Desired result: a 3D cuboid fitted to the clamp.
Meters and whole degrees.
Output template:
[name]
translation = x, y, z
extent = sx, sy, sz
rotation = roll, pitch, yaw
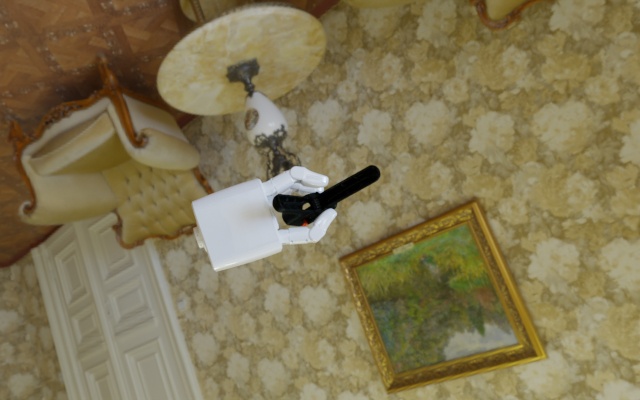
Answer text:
[clamp]
translation = 0.000, 0.003, 0.750
extent = 0.164, 0.036, 0.210
rotation = -18, -11, -11
